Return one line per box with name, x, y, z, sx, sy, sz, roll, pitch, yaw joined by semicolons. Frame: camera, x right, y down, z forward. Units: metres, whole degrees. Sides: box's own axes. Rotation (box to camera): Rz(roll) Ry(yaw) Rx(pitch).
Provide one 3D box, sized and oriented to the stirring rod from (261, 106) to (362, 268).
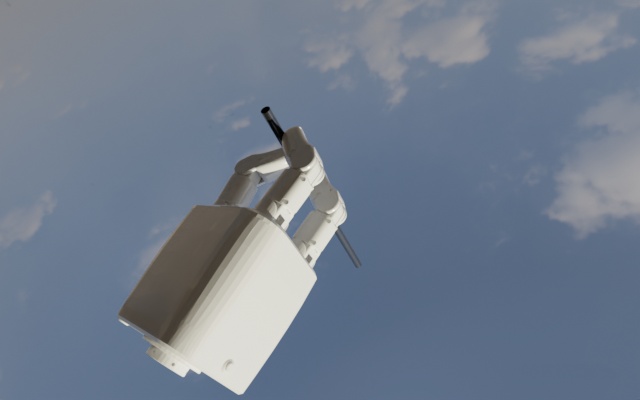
stirring rod;0.000;0.001;0.459;0.011;0.011;0.240;0;-37;27
